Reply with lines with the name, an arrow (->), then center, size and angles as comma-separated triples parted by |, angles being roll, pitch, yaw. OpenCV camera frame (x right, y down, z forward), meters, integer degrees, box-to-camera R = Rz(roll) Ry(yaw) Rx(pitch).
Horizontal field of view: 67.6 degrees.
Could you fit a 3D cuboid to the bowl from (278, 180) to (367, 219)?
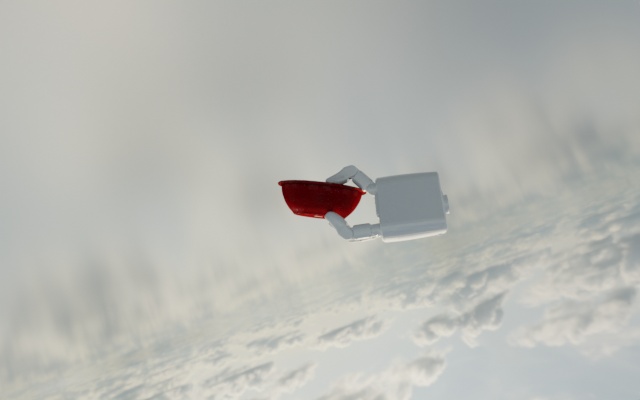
bowl -> -0.001, 0.003, 0.860 | 0.162, 0.055, 0.162 | 7, -5, 1
